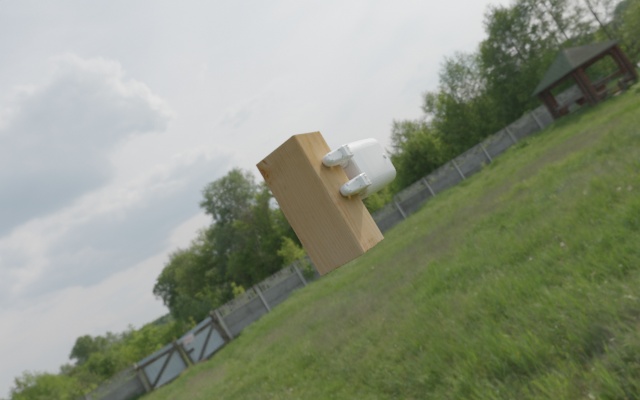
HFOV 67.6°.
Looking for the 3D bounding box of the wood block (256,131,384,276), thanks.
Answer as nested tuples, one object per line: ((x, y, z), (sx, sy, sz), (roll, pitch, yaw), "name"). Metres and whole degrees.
((0.000, 0.002, 0.766), (0.091, 0.206, 0.090), (-34, -5, 31), "wood block")
